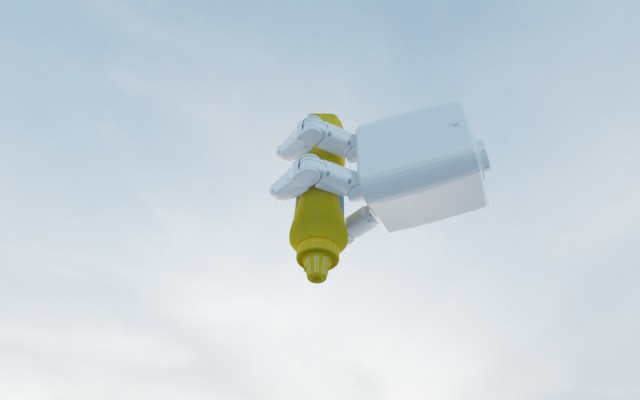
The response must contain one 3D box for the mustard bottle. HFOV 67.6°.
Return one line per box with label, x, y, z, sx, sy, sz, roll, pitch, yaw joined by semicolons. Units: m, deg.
mustard bottle;0.000;0.001;0.498;0.058;0.191;0.096;2;-43;-1
